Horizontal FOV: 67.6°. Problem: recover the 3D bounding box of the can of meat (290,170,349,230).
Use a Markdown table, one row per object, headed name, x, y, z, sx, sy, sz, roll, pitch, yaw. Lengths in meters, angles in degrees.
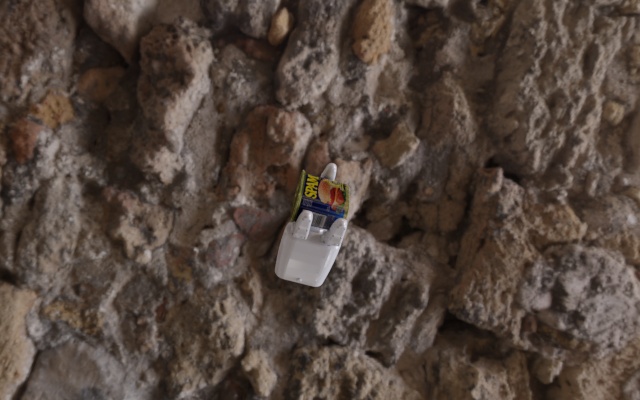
| name | x | y | z | sx | sy | sz | roll | pitch | yaw |
| --- | --- | --- | --- | --- | --- | --- | --- | --- | --- |
| can of meat | 0.000 | 0.003 | 0.786 | 0.084 | 0.057 | 0.102 | 16 | 32 | -6 |
